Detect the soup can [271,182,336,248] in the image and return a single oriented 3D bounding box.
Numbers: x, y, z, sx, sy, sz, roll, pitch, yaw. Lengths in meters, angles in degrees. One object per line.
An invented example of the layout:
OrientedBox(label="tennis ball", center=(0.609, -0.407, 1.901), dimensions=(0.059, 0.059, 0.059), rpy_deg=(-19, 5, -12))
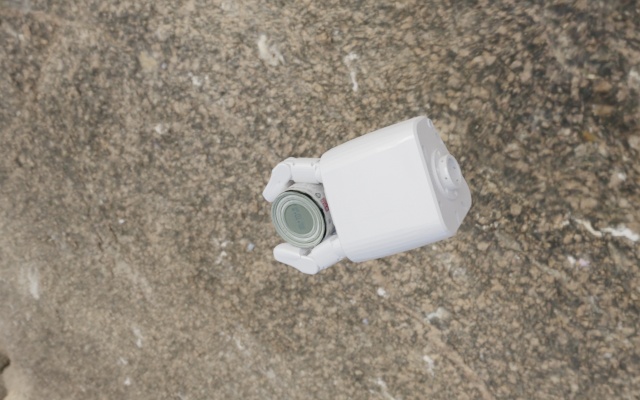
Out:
OrientedBox(label="soup can", center=(-0.001, 0.002, 0.531), dimensions=(0.068, 0.068, 0.102), rpy_deg=(0, 22, 31))
